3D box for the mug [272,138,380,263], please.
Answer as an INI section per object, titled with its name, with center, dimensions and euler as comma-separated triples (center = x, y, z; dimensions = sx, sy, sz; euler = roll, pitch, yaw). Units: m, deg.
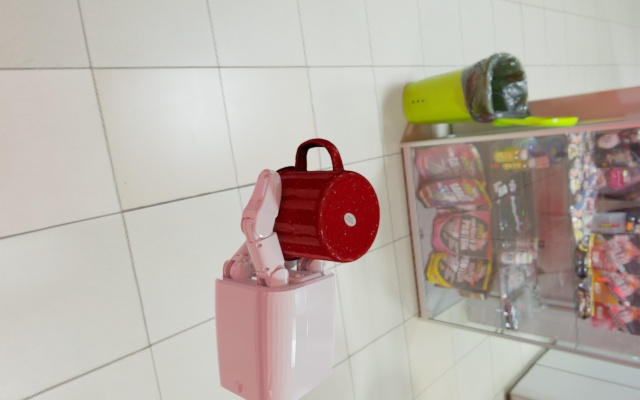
[mug]
center = 0.000, 0.000, 0.438
dimensions = 0.093, 0.117, 0.081
euler = -2, 2, -44
